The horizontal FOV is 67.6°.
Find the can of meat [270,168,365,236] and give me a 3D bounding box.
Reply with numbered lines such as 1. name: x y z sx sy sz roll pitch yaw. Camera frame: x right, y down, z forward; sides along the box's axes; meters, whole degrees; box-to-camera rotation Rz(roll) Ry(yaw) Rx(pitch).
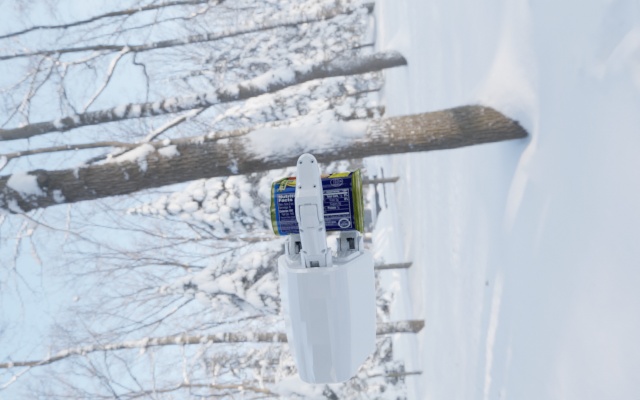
1. can of meat: 0.000 0.002 0.474 0.084 0.057 0.102 -5 6 6
